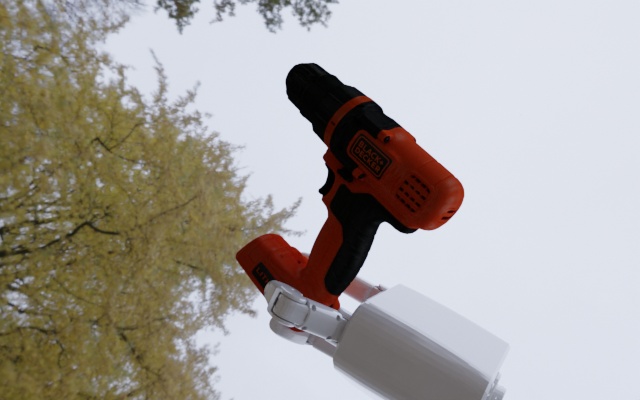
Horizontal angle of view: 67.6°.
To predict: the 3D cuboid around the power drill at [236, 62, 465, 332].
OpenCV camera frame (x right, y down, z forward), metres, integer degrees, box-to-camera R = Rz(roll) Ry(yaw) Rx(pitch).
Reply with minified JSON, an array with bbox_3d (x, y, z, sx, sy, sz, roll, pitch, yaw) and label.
[{"bbox_3d":[0.000,0.002,0.400,0.057,0.188,0.184,-4,44,-50],"label":"power drill"}]
